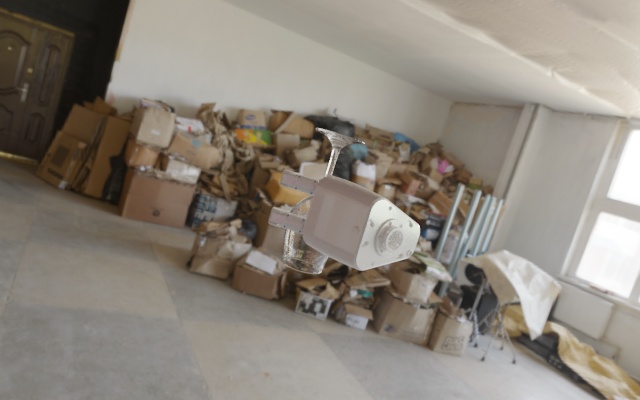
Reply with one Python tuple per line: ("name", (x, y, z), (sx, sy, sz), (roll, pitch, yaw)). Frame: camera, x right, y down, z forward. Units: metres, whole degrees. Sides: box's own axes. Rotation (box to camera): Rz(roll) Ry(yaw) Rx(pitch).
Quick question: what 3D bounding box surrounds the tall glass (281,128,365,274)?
("tall glass", (0.000, 0.002, 0.692), (0.079, 0.201, 0.079), (17, 6, -2))
